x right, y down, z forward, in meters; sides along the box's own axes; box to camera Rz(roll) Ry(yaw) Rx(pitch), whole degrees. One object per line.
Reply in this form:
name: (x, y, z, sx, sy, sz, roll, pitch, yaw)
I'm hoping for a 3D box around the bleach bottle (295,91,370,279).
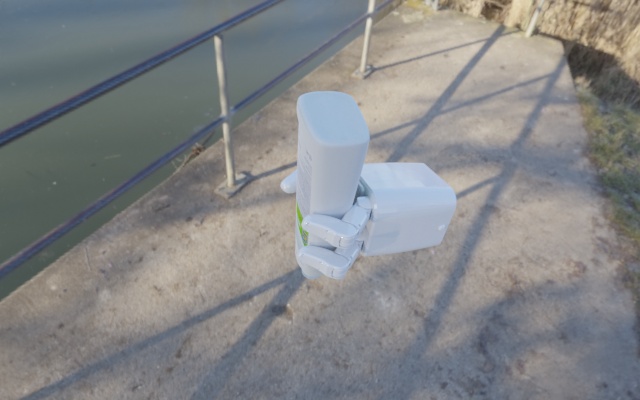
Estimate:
bleach bottle: (0.000, 0.002, 0.580, 0.068, 0.251, 0.102, -4, 45, -14)
